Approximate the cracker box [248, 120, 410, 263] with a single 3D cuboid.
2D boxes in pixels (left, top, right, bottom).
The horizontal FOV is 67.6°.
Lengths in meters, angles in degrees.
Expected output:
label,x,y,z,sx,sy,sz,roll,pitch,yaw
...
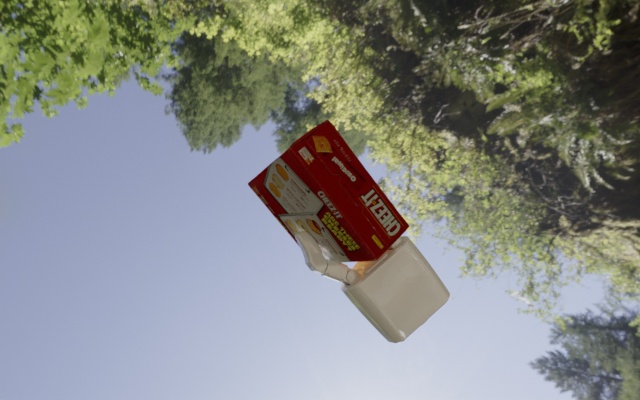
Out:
label,x,y,z,sx,sy,sz,roll,pitch,yaw
cracker box,0.000,0.002,0.640,0.072,0.164,0.214,-41,7,-22
